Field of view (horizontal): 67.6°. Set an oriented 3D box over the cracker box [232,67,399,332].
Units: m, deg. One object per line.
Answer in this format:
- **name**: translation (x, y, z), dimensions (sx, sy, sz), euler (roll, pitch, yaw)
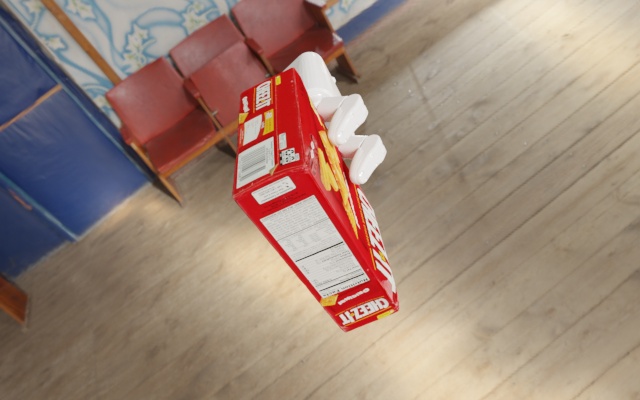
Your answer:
- **cracker box**: translation (0.000, 0.002, 0.475), dimensions (0.072, 0.214, 0.164), euler (-23, 39, 13)
